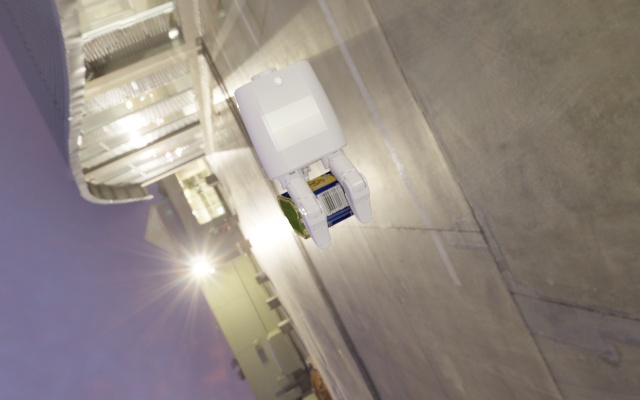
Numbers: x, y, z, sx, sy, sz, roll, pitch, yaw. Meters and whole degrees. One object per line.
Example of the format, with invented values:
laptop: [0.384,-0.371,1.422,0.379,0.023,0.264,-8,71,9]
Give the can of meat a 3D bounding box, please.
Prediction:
can of meat: [0.000,0.002,0.582,0.084,0.057,0.102,-26,11,-12]
